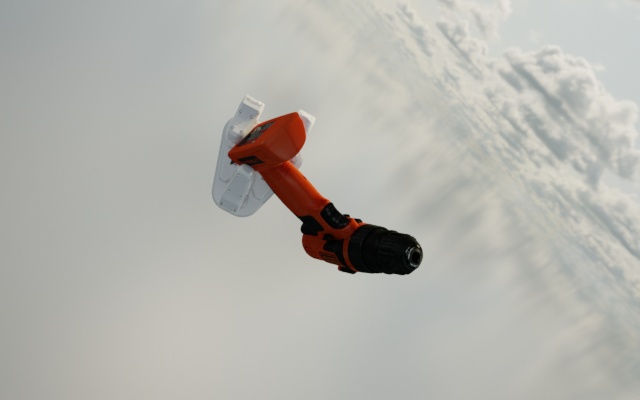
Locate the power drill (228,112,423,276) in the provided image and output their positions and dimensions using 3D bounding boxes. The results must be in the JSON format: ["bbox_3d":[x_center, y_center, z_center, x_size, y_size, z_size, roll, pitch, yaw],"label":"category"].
[{"bbox_3d":[0.000,0.001,0.490,0.057,0.188,0.184,-47,23,-24],"label":"power drill"}]
